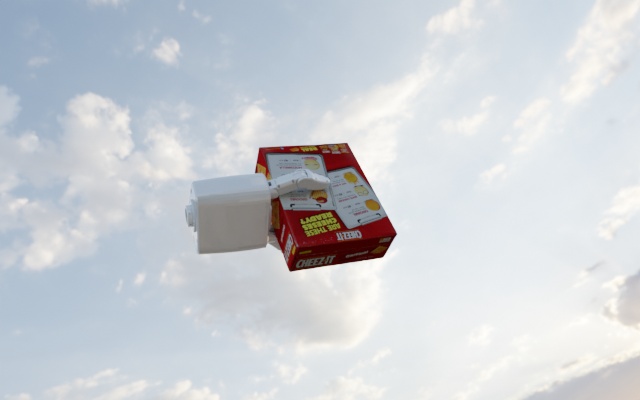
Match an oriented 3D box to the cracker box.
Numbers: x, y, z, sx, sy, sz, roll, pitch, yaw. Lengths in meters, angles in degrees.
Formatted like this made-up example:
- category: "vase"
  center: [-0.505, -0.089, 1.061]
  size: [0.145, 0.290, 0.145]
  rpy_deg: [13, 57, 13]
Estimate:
- category: "cracker box"
  center: [0.000, 0.002, 0.767]
  size: [0.164, 0.213, 0.072]
  rpy_deg: [-6, -41, -22]
